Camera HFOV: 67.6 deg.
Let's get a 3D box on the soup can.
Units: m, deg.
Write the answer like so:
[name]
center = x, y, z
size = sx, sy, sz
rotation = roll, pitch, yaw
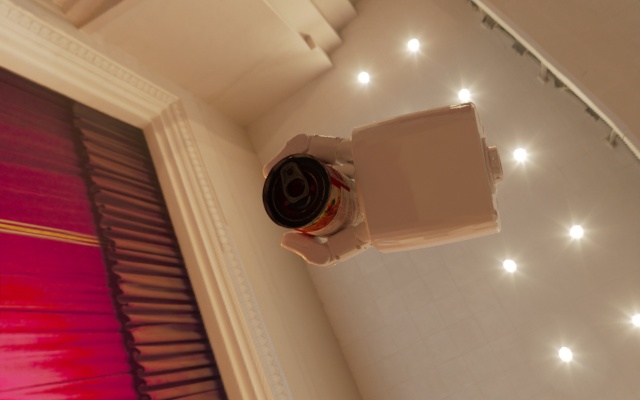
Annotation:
[soup can]
center = 0.000, 0.002, 0.458
size = 0.068, 0.068, 0.102
rotation = 0, -12, 26
